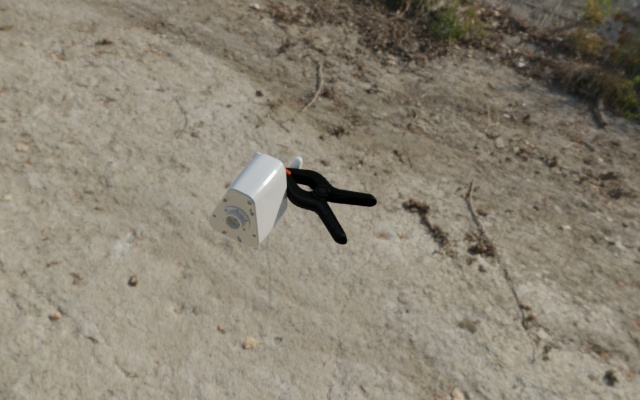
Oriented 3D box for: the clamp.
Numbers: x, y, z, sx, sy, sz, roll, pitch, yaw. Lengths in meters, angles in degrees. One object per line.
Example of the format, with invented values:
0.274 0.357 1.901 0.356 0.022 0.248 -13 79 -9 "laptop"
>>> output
0.000 0.002 0.800 0.171 0.039 0.120 23 43 9 "clamp"
